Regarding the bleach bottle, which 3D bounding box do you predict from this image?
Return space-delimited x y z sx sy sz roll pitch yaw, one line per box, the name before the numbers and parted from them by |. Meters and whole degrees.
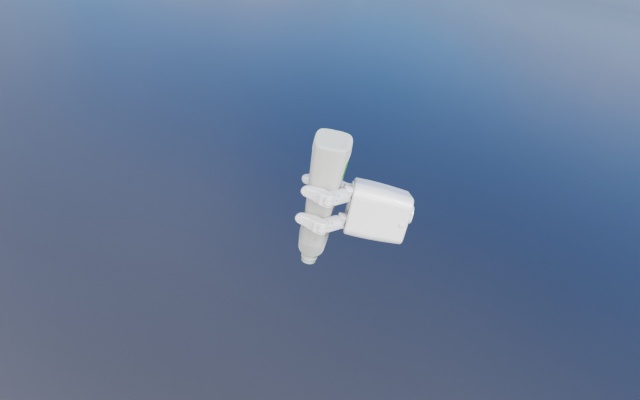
bleach bottle | 0.000 0.003 0.877 0.068 0.251 0.102 12 28 1
